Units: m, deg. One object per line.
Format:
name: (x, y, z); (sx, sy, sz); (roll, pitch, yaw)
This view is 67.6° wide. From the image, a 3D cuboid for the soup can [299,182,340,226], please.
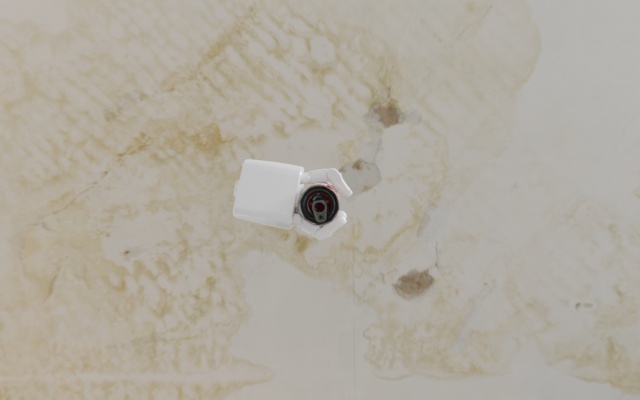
soup can: (0.001, 0.003, 0.840); (0.068, 0.068, 0.102); (0, 7, 3)
